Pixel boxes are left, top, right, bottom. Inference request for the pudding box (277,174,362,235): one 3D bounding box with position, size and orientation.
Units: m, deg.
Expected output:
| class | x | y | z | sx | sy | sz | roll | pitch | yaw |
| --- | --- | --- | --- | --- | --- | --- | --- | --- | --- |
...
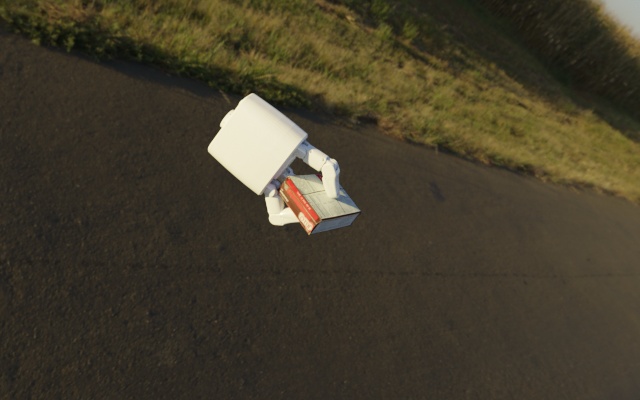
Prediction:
| class | x | y | z | sx | sy | sz | roll | pitch | yaw |
| --- | --- | --- | --- | --- | --- | --- | --- | --- | --- |
| pudding box | 0.000 | 0.002 | 0.742 | 0.113 | 0.090 | 0.039 | -9 | -33 | -50 |
